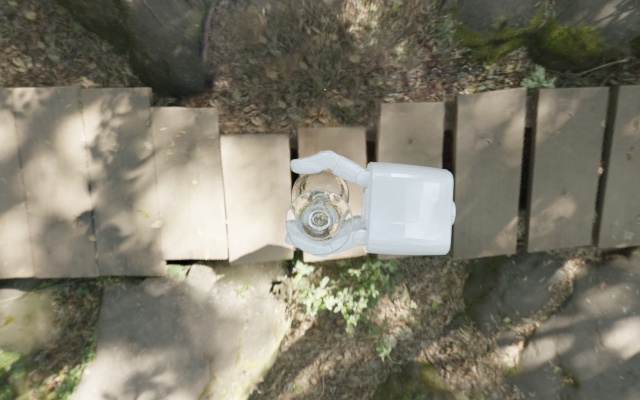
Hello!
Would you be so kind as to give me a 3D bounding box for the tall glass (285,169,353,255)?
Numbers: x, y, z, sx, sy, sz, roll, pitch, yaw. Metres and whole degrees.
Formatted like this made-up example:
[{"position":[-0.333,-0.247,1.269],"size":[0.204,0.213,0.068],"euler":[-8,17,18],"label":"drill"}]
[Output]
[{"position":[0.000,0.002,0.614],"size":[0.079,0.079,0.201],"euler":[0,13,0],"label":"tall glass"}]
